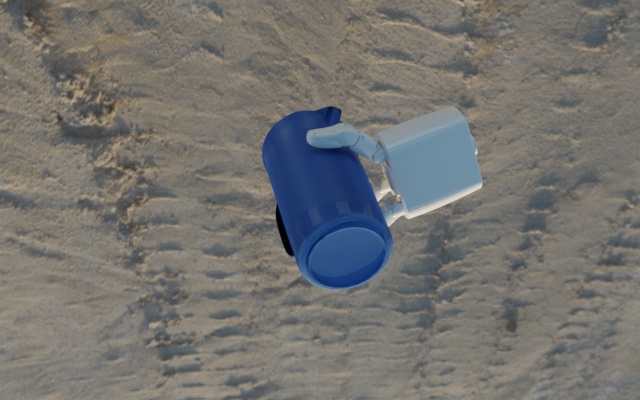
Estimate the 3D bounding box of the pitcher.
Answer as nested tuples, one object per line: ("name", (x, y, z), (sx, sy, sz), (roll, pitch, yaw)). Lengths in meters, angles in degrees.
("pitcher", (0.000, 0.002, 0.611), (0.145, 0.149, 0.242), (-20, 37, 1))
